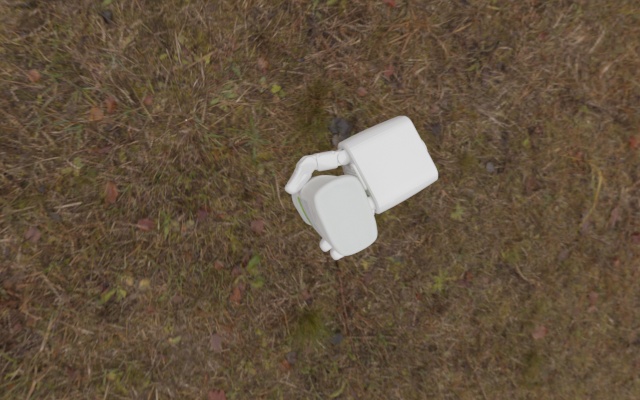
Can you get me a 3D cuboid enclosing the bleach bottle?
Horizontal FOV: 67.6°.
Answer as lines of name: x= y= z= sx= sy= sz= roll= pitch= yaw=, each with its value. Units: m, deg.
bleach bottle: x=0.000 y=0.002 z=0.704 sx=0.068 sy=0.102 sz=0.251 roll=-25 pitch=15 yaw=-11
